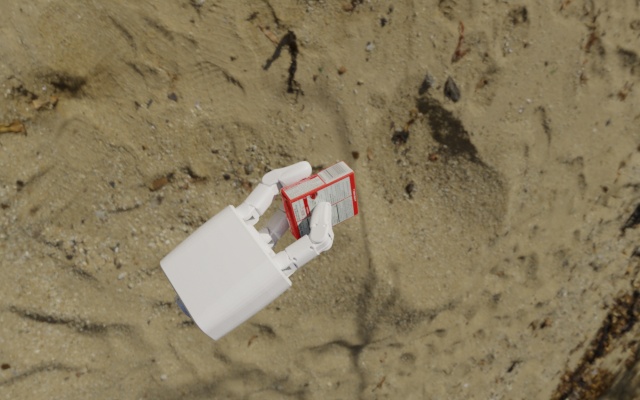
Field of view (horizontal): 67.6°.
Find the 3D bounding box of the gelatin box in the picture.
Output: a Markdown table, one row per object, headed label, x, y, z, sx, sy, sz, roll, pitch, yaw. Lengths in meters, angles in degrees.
| label | x | y | z | sx | sy | sz | roll | pitch | yaw |
| --- | --- | --- | --- | --- | --- | --- | --- | --- | --- |
| gelatin box | 0.001 | 0.002 | 0.581 | 0.089 | 0.073 | 0.030 | -26 | 46 | -14 |
